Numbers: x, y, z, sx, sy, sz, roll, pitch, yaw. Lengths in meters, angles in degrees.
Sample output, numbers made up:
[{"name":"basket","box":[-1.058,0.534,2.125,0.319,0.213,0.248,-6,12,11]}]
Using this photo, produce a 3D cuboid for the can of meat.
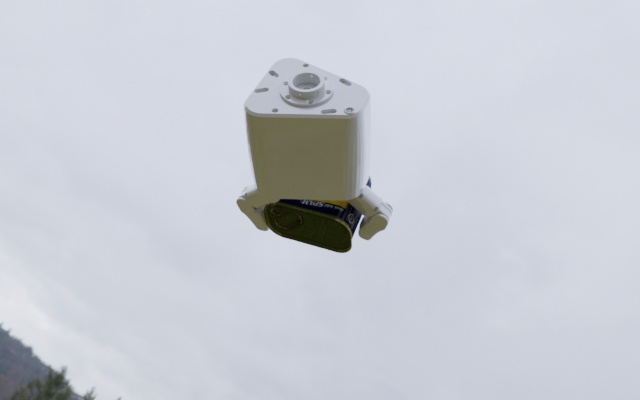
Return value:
[{"name":"can of meat","box":[0.000,0.002,0.542,0.102,0.084,0.057,14,-39,17]}]
